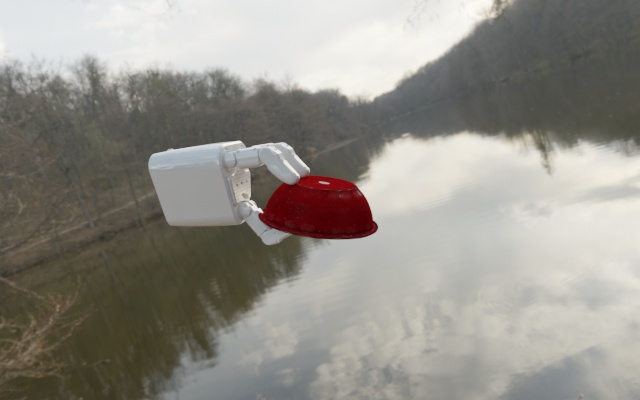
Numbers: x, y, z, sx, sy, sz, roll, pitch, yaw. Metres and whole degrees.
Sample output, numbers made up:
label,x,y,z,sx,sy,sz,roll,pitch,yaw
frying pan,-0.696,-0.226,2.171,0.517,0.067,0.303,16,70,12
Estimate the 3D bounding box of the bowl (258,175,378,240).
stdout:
label,x,y,z,sx,sy,sz,roll,pitch,yaw
bowl,0.001,0.002,0.637,0.162,0.055,0.162,6,13,-1
